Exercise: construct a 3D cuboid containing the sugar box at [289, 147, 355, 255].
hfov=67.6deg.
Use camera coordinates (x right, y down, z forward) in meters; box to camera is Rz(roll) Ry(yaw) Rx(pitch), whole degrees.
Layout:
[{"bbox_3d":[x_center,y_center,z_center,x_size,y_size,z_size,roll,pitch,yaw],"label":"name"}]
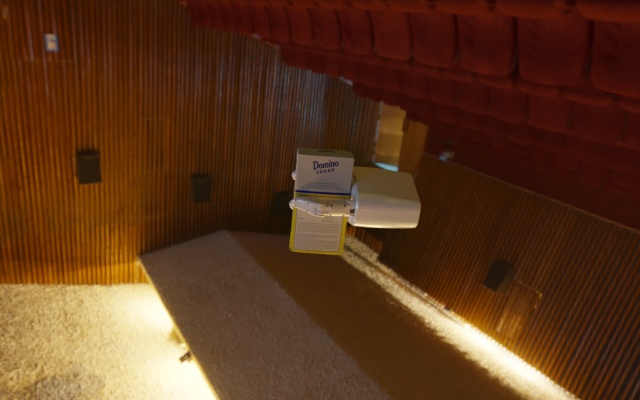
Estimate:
[{"bbox_3d":[0.000,0.003,0.799,0.093,0.176,0.048,4,20,-6],"label":"sugar box"}]
